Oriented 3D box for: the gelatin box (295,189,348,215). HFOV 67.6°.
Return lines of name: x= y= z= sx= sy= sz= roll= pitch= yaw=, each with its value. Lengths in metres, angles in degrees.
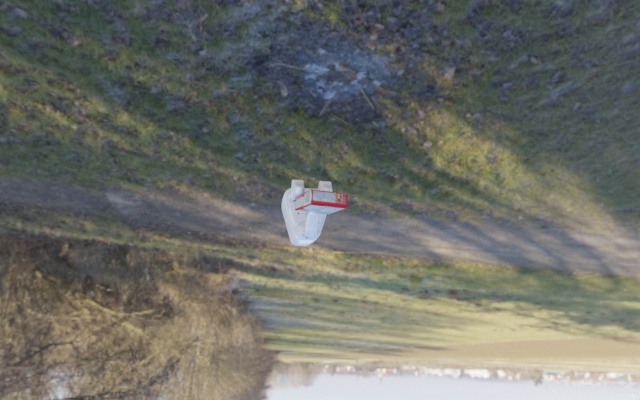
gelatin box: x=0.000 y=0.003 z=0.895 sx=0.073 sy=0.030 sz=0.089 roll=7 pitch=-11 yaw=-21
